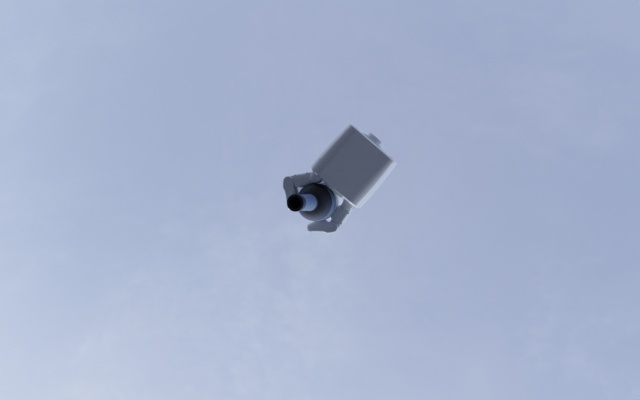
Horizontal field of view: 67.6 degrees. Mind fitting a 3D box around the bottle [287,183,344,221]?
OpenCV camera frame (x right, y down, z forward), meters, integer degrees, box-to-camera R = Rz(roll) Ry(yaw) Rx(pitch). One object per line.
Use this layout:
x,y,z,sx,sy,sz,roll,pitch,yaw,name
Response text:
0.000,0.003,0.867,0.069,0.069,0.296,0,0,15,bottle
